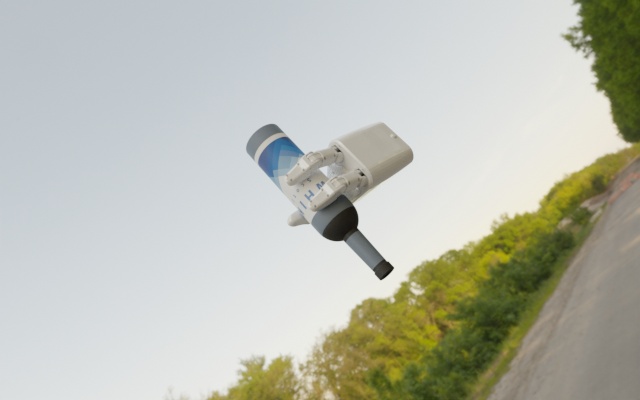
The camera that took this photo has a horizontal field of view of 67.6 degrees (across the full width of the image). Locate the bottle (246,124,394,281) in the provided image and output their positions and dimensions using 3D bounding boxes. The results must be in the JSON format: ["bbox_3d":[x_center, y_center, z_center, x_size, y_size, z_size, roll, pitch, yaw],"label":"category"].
[{"bbox_3d":[0.000,0.002,0.718,0.295,0.069,0.069,47,21,21],"label":"bottle"}]
